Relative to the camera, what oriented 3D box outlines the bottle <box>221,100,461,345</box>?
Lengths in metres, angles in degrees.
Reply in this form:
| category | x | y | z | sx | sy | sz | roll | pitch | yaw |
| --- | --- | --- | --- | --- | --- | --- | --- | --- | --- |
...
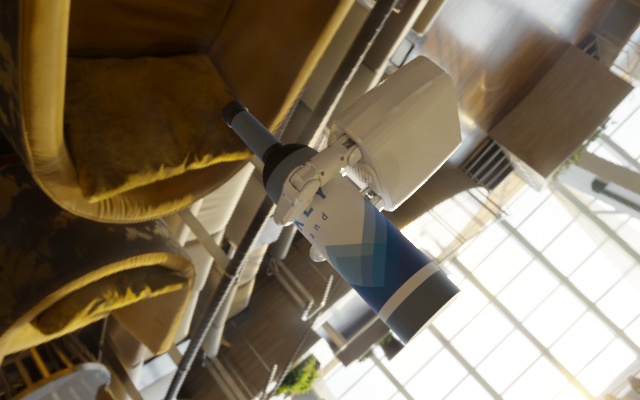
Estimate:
| category | x | y | z | sx | sy | sz | roll | pitch | yaw |
| --- | --- | --- | --- | --- | --- | --- | --- | --- | --- |
| bottle | 0.000 | 0.002 | 0.456 | 0.295 | 0.069 | 0.069 | 46 | 21 | 22 |
